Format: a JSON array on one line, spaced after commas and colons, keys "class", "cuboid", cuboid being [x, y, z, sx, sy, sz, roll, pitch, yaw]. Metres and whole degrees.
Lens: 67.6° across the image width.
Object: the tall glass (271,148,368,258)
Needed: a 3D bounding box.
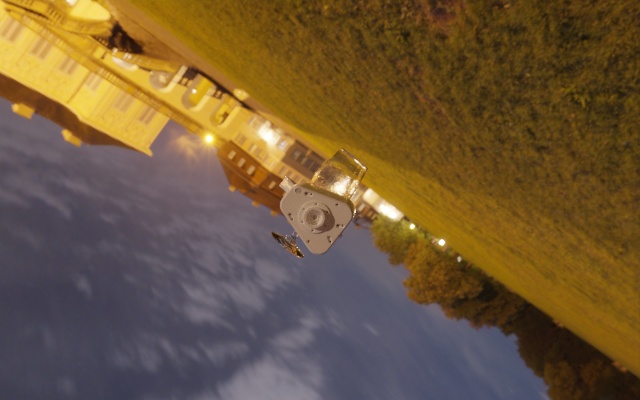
[{"class": "tall glass", "cuboid": [0.000, 0.003, 0.859, 0.079, 0.201, 0.079, 37, 5, -3]}]
